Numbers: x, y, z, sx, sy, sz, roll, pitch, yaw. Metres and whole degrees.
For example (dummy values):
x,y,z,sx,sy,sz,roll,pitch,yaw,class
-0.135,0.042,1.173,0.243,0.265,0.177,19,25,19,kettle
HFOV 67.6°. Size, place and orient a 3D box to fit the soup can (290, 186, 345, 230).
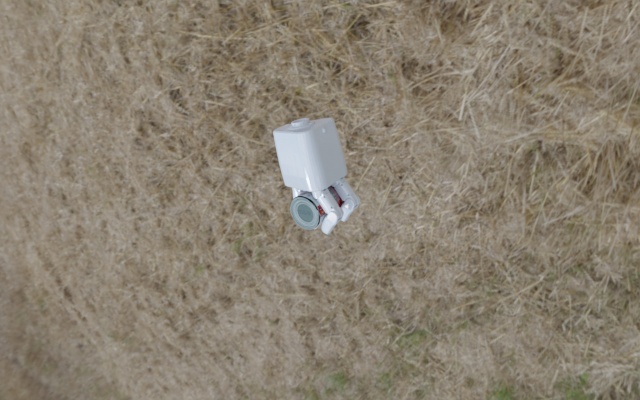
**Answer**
x,y,z,sx,sy,sz,roll,pitch,yaw,class
0.000,0.003,0.884,0.068,0.068,0.102,0,24,39,soup can
